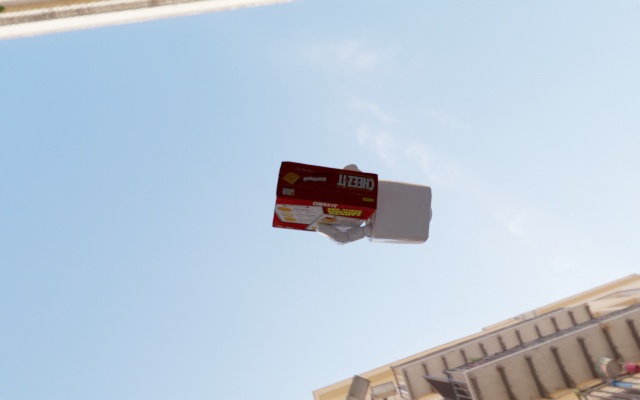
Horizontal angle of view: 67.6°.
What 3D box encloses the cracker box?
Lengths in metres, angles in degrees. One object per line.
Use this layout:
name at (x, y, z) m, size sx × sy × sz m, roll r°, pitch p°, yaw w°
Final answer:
cracker box at (0.000, 0.003, 0.859) m, size 0.164 × 0.072 × 0.214 m, roll 7°, pitch -17°, yaw -6°
